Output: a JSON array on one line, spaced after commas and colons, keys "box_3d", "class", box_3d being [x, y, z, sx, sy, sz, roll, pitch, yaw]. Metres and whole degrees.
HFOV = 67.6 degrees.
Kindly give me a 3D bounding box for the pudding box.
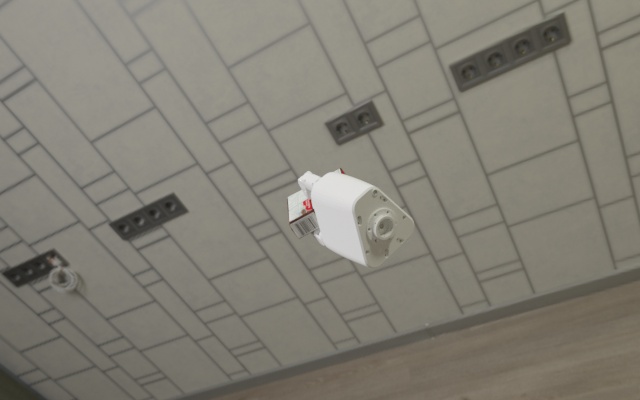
[{"box_3d": [0.000, 0.002, 0.789, 0.113, 0.039, 0.090, -28, 27, 9], "class": "pudding box"}]
